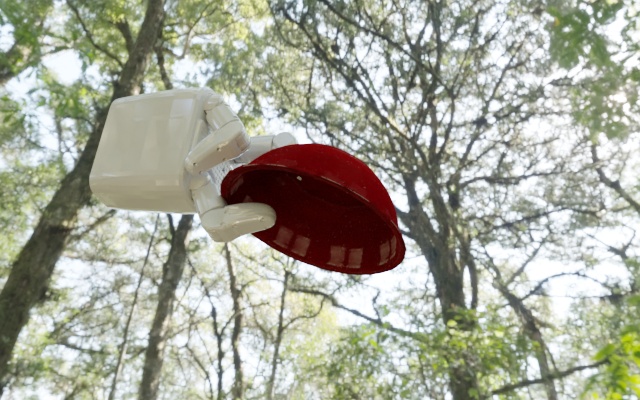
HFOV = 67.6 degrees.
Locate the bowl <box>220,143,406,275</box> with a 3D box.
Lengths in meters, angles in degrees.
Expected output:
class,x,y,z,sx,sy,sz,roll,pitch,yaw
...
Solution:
class,x,y,z,sx,sy,sz,roll,pitch,yaw
bowl,0.001,0.001,0.406,0.162,0.055,0.162,18,-29,10
